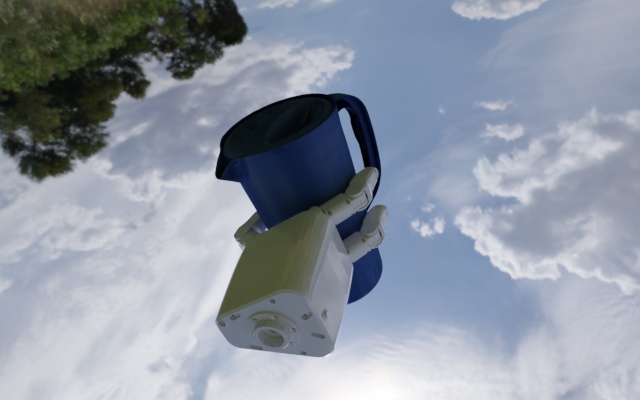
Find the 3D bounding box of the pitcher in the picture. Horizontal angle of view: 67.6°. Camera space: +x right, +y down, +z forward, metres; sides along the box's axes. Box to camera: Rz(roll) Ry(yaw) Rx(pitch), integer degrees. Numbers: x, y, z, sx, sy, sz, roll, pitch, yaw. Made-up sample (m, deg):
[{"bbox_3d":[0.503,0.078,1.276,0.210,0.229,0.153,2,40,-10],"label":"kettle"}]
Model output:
[{"bbox_3d":[0.000,0.002,0.567,0.149,0.243,0.145,-11,33,20],"label":"pitcher"}]
